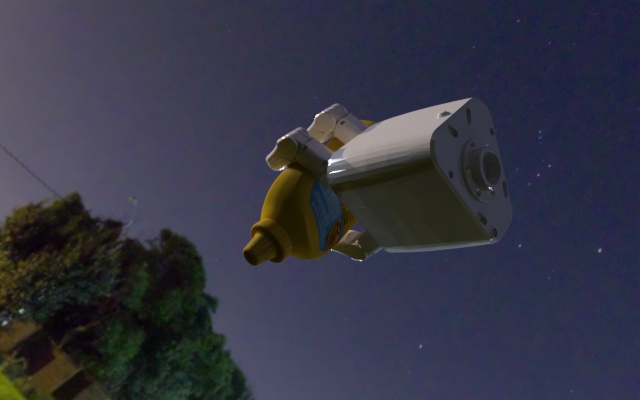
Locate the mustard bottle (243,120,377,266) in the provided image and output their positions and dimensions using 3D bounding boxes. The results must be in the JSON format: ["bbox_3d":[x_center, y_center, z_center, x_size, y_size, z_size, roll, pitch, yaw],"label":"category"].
[{"bbox_3d":[0.000,0.001,0.463,0.058,0.096,0.191,17,42,36],"label":"mustard bottle"}]
